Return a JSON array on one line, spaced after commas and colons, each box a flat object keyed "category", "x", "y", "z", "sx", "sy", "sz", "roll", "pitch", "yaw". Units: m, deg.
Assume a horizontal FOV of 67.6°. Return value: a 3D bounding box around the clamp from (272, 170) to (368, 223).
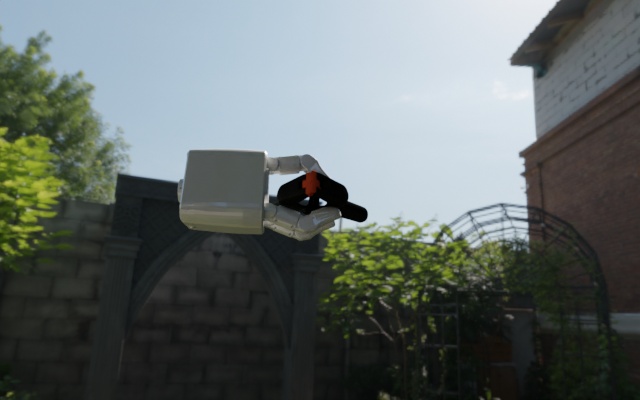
[{"category": "clamp", "x": 0.000, "y": 0.001, "z": 0.666, "sx": 0.164, "sy": 0.036, "sz": 0.210, "roll": 1, "pitch": -13, "yaw": -6}]
